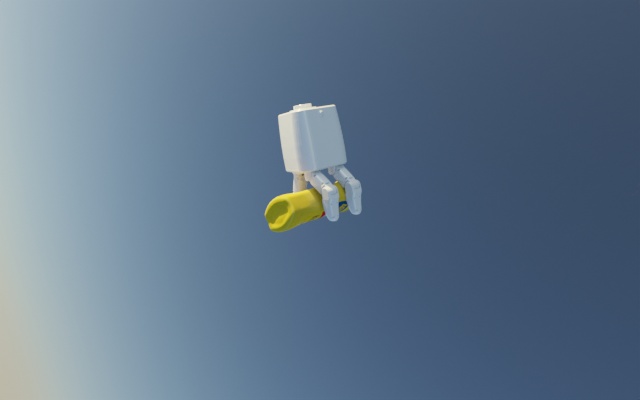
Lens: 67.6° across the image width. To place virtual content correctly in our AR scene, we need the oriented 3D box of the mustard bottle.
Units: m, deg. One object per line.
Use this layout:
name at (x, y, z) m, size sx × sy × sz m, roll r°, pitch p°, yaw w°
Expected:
mustard bottle at (0.000, 0.003, 0.864) m, size 0.191 × 0.058 × 0.096 m, roll -17°, pitch -13°, yaw -37°
